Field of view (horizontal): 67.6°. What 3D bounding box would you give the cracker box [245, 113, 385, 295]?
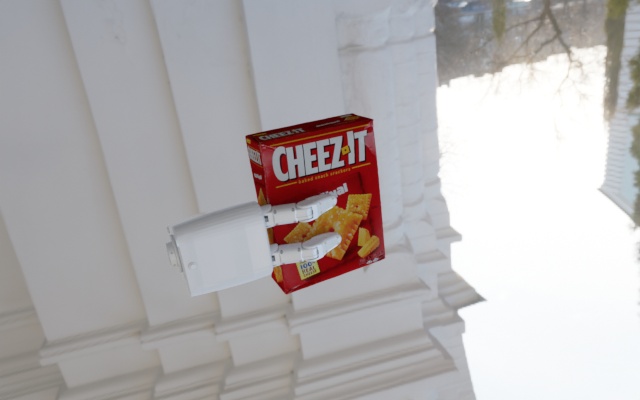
[{"bbox_3d":[0.000,0.002,0.661,0.164,0.214,0.072,-16,22,-21],"label":"cracker box"}]
